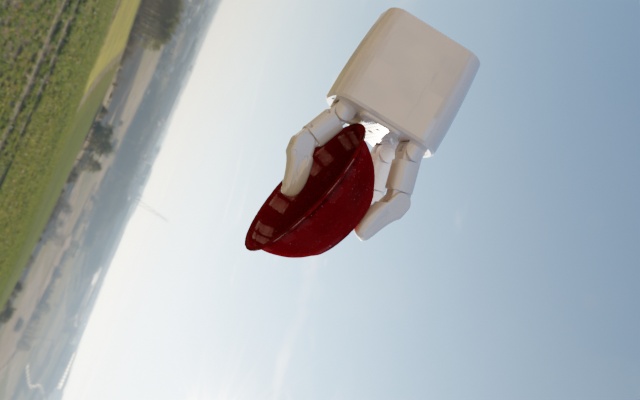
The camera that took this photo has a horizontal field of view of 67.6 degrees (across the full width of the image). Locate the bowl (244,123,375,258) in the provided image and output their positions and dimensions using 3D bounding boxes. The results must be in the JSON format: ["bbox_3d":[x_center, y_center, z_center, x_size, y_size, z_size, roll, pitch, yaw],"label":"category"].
[{"bbox_3d":[-0.001,0.003,0.465,0.055,0.162,0.162,44,-16,-17],"label":"bowl"}]
